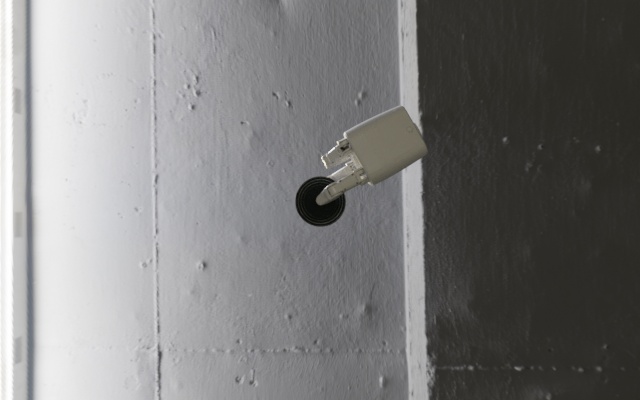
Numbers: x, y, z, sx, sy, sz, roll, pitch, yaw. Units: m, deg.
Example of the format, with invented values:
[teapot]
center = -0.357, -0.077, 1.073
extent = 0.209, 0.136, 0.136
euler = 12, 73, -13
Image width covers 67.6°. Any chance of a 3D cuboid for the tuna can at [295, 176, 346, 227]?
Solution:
[tuna can]
center = 0.000, 0.003, 0.822
extent = 0.086, 0.086, 0.034
euler = 0, -4, 0
